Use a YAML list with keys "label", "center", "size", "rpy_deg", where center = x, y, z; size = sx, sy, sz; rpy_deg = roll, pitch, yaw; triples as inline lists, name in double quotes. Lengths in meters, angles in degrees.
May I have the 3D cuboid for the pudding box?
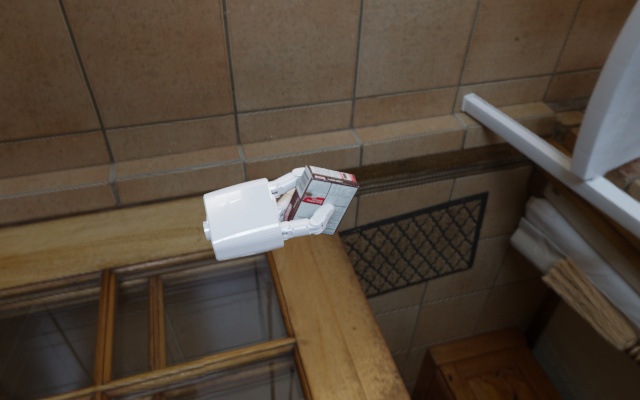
- label: "pudding box"
  center: [0.000, 0.003, 0.796]
  size: [0.090, 0.113, 0.039]
  rpy_deg: [9, 36, -26]
